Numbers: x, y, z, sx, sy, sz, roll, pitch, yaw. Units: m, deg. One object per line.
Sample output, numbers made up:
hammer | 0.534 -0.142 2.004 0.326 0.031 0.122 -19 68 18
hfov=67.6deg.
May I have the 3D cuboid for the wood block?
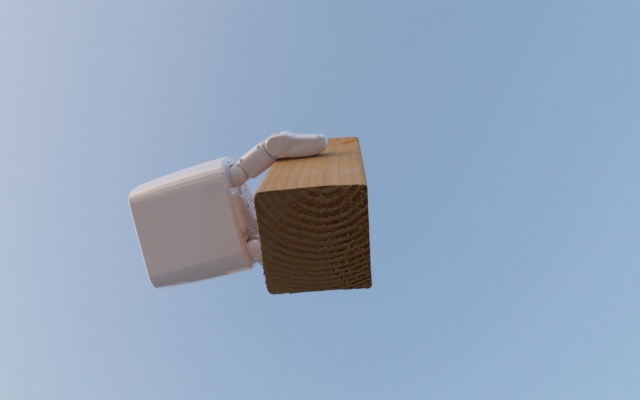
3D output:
wood block | 0.000 0.001 0.473 0.090 0.091 0.206 -4 18 4
